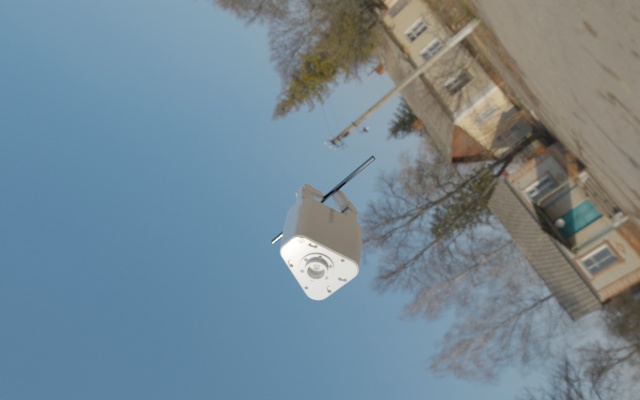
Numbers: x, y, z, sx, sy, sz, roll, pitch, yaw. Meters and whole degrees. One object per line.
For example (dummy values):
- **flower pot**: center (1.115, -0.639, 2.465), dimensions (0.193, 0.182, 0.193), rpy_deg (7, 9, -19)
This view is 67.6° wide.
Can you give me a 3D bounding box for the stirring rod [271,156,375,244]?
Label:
- **stirring rod**: center (0.000, 0.003, 0.810), dimensions (0.239, 0.011, 0.011), rpy_deg (-40, -18, 22)
